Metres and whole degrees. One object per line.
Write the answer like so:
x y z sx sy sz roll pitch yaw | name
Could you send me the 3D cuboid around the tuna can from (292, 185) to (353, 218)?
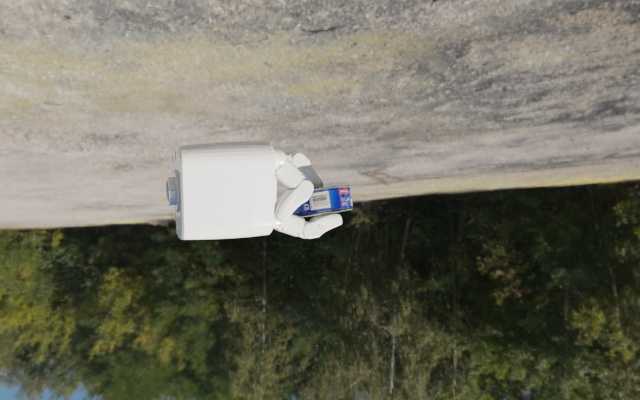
0.000 0.003 0.642 0.086 0.034 0.086 -8 -3 0 | tuna can
